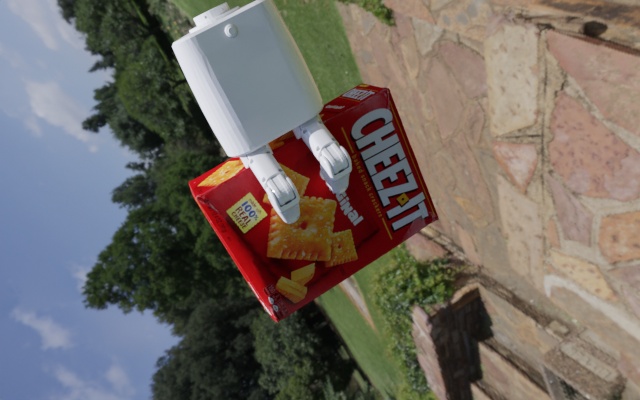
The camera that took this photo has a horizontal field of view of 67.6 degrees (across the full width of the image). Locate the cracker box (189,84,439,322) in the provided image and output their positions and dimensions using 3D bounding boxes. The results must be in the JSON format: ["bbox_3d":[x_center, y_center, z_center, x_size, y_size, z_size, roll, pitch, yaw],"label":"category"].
[{"bbox_3d":[0.000,0.002,0.499,0.213,0.164,0.072,-31,25,-9],"label":"cracker box"}]
